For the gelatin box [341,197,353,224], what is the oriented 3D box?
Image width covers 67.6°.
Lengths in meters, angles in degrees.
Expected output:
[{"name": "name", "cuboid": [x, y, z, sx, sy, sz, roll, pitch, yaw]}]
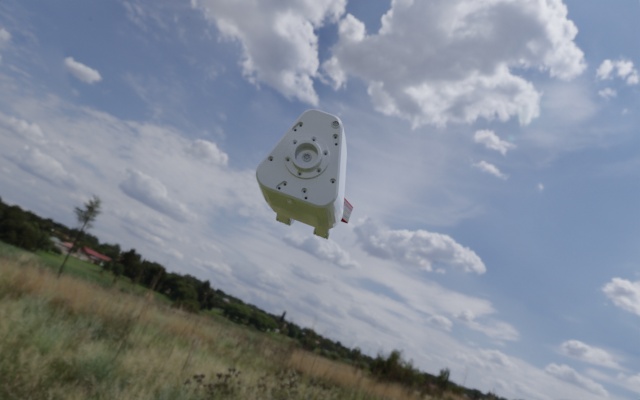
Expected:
[{"name": "gelatin box", "cuboid": [0.000, 0.002, 0.681, 0.073, 0.030, 0.089, 17, -8, 20]}]
